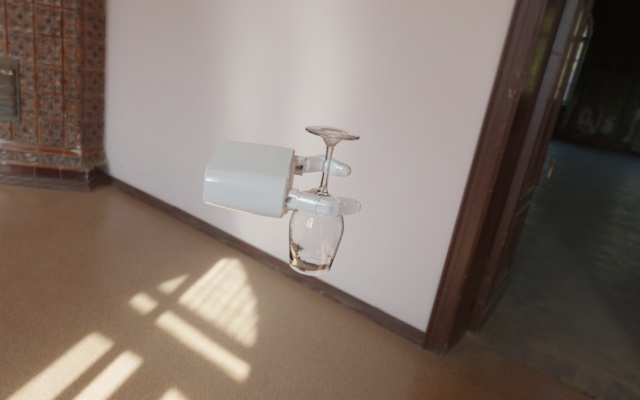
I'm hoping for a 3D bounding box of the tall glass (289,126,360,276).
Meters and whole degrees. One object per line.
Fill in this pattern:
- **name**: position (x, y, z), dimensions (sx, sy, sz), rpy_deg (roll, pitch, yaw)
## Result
- **tall glass**: position (0.000, 0.002, 0.666), dimensions (0.079, 0.201, 0.079), rpy_deg (8, 18, -3)
